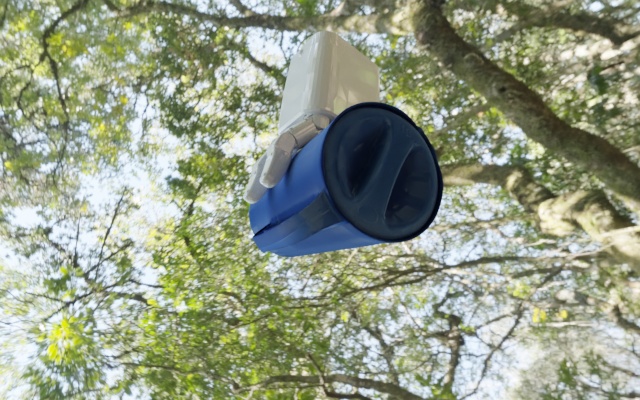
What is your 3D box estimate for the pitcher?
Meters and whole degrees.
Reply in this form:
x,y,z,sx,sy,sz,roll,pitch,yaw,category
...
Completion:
x,y,z,sx,sy,sz,roll,pitch,yaw,category
0.000,0.002,0.526,0.149,0.145,0.243,15,-19,-24,pitcher
